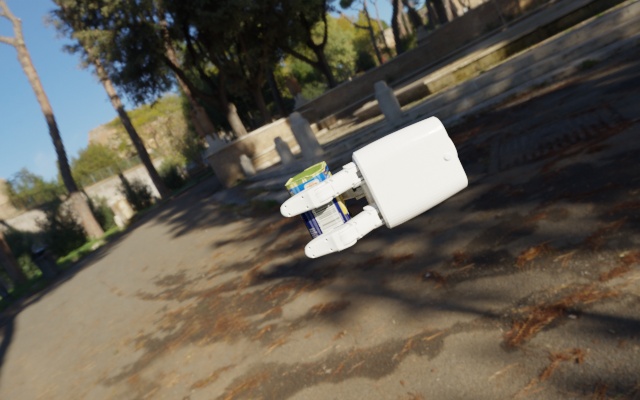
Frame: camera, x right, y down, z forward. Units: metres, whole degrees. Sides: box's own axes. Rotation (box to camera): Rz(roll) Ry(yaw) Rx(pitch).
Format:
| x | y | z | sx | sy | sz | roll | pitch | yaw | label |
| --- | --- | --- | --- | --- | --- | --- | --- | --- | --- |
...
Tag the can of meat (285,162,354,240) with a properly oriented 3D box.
| x | y | z | sx | sy | sz | roll | pitch | yaw | label |
| --- | --- | --- | --- | --- | --- | --- | --- | --- | --- |
| 0.000 | 0.002 | 0.600 | 0.057 | 0.084 | 0.102 | -26 | 8 | 6 | can of meat |
